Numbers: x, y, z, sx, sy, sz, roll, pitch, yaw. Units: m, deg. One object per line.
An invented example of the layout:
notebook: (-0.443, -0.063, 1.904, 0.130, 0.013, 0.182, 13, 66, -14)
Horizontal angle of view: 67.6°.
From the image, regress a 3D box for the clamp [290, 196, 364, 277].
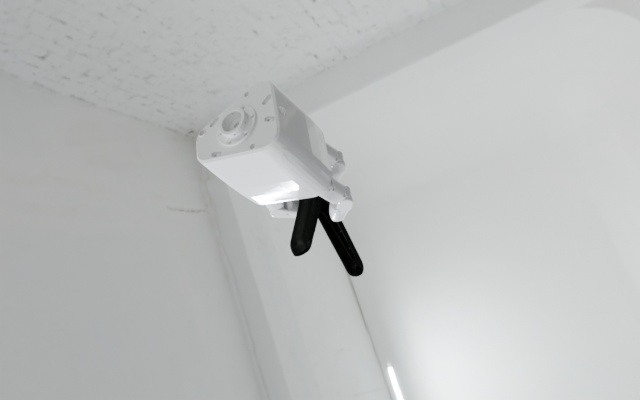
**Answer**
clamp: (-0.001, 0.002, 0.648, 0.036, 0.209, 0.165, -24, -34, 21)
